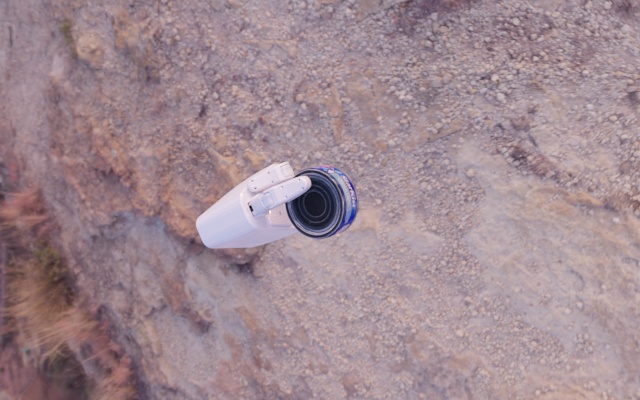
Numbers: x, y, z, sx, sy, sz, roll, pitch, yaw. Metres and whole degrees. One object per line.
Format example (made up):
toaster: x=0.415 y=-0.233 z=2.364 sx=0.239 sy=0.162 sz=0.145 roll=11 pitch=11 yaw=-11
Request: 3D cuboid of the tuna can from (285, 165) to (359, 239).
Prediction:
tuna can: x=0.000 y=0.002 z=0.565 sx=0.086 sy=0.086 sz=0.033 roll=0 pitch=9 yaw=33
